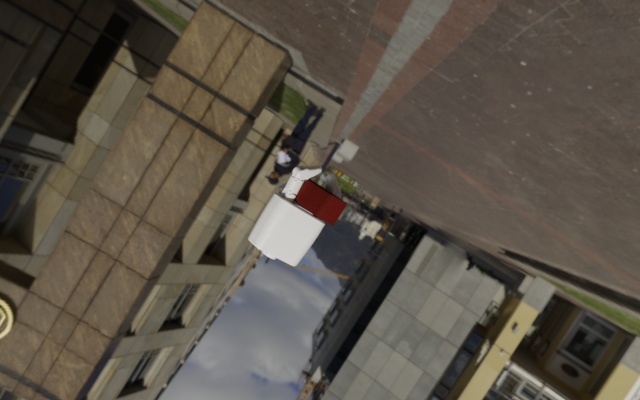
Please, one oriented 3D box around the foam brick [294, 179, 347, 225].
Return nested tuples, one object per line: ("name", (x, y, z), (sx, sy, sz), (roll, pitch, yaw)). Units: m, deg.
("foam brick", (0.000, 0.003, 0.897), (0.078, 0.051, 0.053), (34, 1, 44))
